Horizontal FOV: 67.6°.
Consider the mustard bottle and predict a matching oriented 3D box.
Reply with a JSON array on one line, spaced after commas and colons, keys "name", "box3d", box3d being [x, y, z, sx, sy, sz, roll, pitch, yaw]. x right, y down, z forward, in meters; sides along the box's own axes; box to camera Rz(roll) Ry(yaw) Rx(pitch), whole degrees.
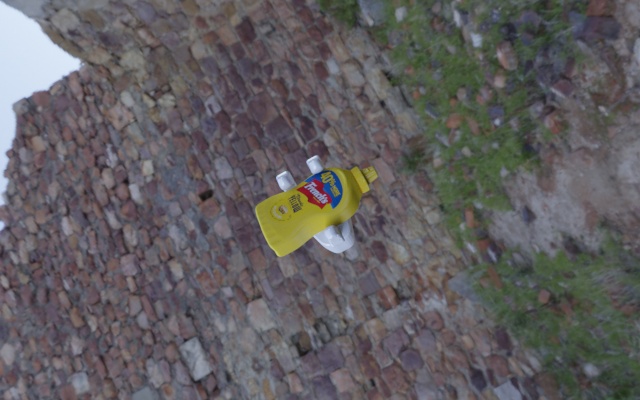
[{"name": "mustard bottle", "box3d": [0.000, 0.002, 0.728, 0.191, 0.096, 0.058, -29, -43, 2]}]
